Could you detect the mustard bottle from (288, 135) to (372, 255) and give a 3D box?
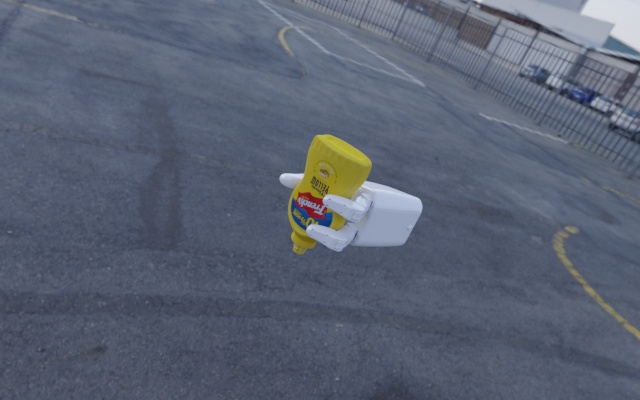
[{"bbox_3d":[0.000,0.002,0.735,0.096,0.192,0.058,35,26,24],"label":"mustard bottle"}]
